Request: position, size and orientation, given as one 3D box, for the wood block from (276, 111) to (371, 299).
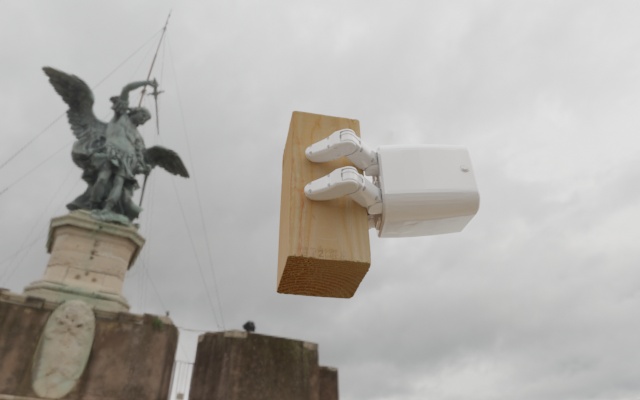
[{"bbox_3d":[0.000,0.002,0.572,0.090,0.206,0.091,6,-37,-9],"label":"wood block"}]
